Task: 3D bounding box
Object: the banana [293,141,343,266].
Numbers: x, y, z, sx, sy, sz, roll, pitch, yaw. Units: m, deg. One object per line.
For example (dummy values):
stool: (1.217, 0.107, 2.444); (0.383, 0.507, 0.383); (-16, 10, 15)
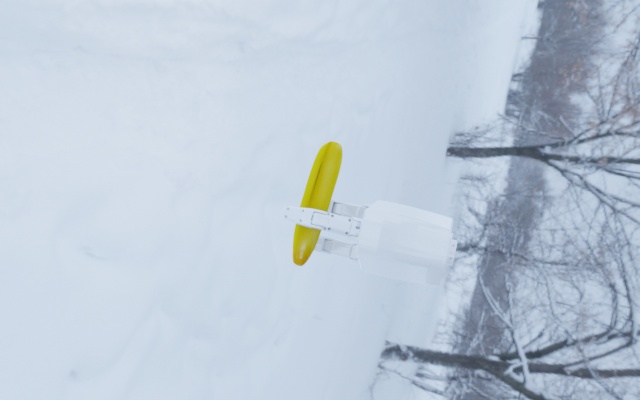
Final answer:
banana: (0.000, -0.010, 0.640); (0.037, 0.197, 0.070); (12, -30, 10)
